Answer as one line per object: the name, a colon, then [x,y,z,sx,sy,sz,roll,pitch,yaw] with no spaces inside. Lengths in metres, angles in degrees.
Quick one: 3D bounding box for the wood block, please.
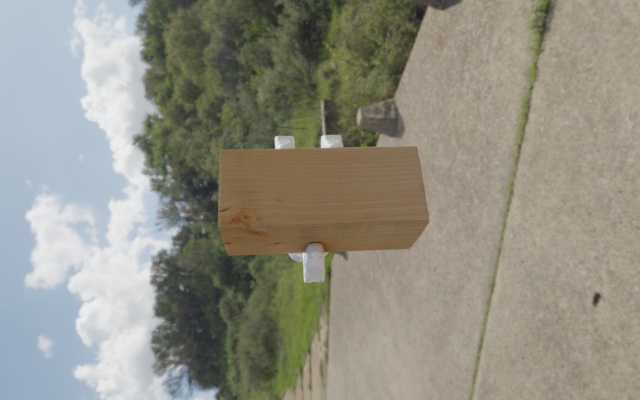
wood block: [0.000,0.002,0.516,0.206,0.090,0.090,-2,-24,-5]
